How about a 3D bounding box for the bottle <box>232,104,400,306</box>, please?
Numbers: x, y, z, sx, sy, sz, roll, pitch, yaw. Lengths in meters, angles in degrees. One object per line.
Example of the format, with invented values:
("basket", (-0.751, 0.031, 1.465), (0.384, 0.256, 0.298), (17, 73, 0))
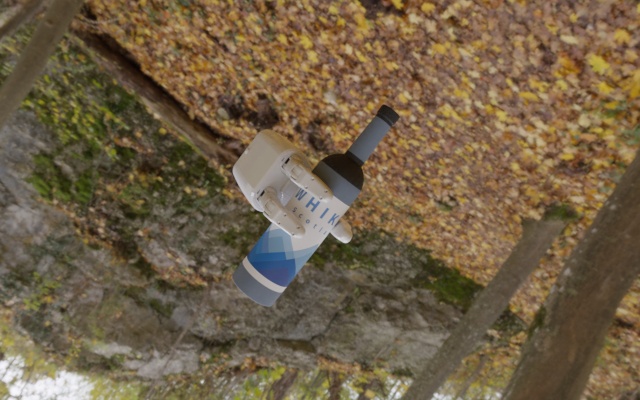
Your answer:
("bottle", (0.000, 0.002, 0.616), (0.069, 0.296, 0.069), (38, 5, -4))
